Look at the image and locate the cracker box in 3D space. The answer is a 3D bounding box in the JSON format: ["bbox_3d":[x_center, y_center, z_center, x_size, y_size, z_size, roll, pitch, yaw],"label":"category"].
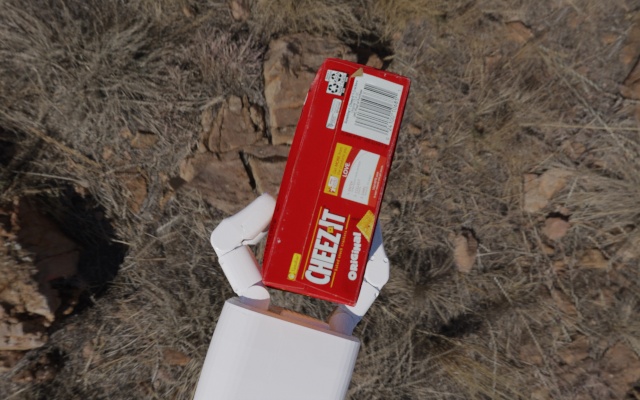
[{"bbox_3d":[0.000,0.001,0.415,0.072,0.164,0.214,15,-11,-4],"label":"cracker box"}]
